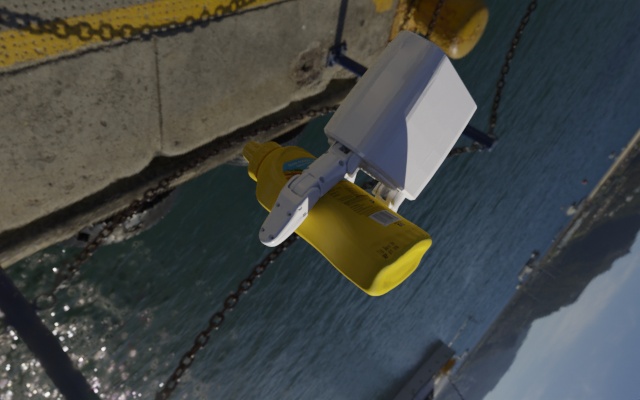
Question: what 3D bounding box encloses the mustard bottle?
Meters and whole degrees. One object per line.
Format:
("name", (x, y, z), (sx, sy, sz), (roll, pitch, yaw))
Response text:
("mustard bottle", (0.000, 0.002, 0.426), (0.191, 0.058, 0.096), (37, 28, 24))
